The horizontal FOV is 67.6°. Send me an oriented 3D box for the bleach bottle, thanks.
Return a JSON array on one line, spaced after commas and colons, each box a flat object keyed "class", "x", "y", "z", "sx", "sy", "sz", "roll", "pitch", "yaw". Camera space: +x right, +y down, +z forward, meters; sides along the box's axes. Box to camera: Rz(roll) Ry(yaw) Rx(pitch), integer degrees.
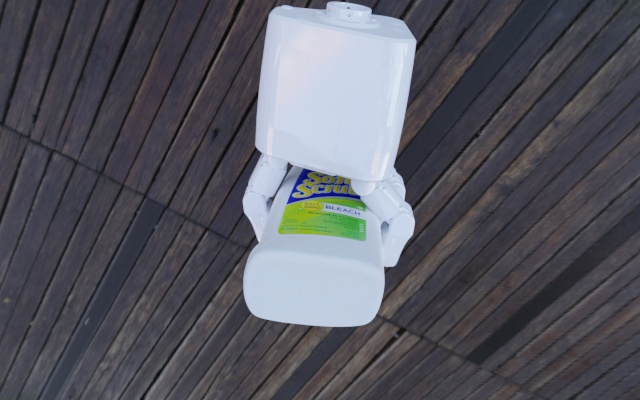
[{"class": "bleach bottle", "x": 0.000, "y": 0.002, "z": 0.438, "sx": 0.102, "sy": 0.068, "sz": 0.250, "roll": 7, "pitch": 31, "yaw": -2}]
